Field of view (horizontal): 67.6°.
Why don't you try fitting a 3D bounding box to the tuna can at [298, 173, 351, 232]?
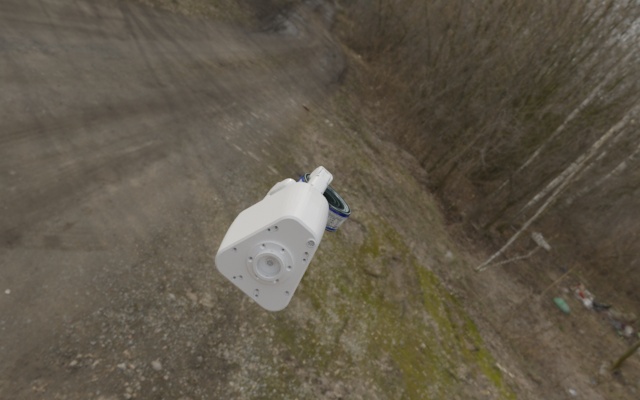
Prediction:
[{"bbox_3d":[0.000,0.002,0.656,0.086,0.034,0.086,38,15,-12],"label":"tuna can"}]
